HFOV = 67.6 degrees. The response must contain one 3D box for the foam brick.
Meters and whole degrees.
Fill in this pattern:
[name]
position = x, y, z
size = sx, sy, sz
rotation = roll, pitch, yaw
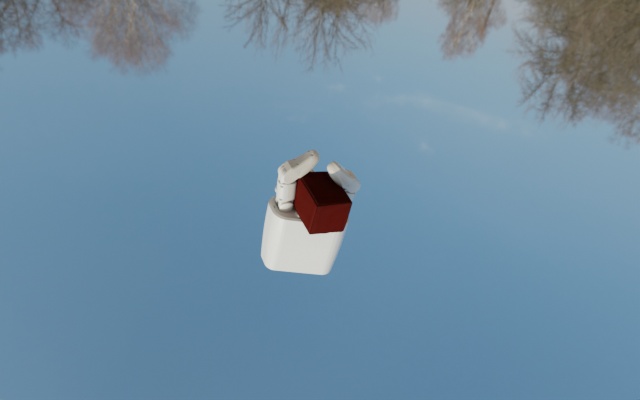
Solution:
[foam brick]
position = 0.000, 0.002, 0.650
size = 0.053, 0.051, 0.078
rotation = -3, 37, -25
